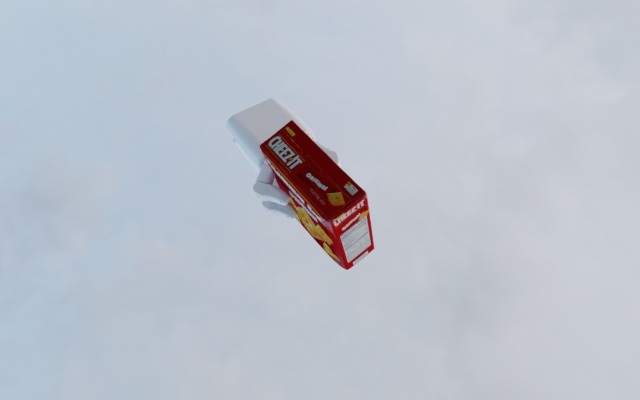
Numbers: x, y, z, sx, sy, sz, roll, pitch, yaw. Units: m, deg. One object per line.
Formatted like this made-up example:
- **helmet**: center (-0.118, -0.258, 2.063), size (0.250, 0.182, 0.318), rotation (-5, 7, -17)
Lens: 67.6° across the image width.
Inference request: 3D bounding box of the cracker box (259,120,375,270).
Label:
- **cracker box**: center (0.000, 0.002, 0.735), size (0.072, 0.164, 0.214), rotation (-39, -25, -10)
